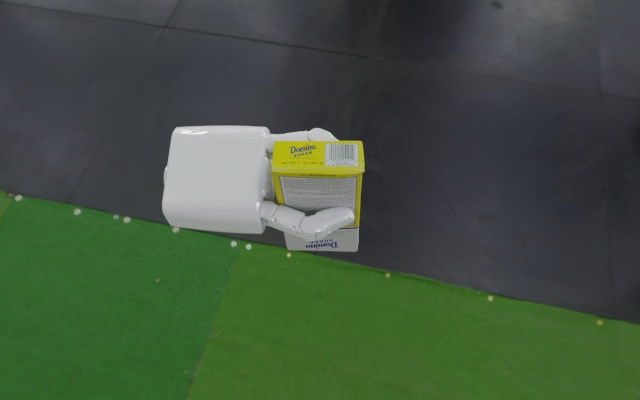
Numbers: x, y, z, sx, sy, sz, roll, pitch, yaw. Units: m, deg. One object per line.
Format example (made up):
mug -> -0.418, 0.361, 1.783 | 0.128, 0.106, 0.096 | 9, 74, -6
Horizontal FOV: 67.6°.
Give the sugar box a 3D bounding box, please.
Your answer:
sugar box -> 0.000, 0.001, 0.549 | 0.093, 0.048, 0.176 | 1, -30, 2
